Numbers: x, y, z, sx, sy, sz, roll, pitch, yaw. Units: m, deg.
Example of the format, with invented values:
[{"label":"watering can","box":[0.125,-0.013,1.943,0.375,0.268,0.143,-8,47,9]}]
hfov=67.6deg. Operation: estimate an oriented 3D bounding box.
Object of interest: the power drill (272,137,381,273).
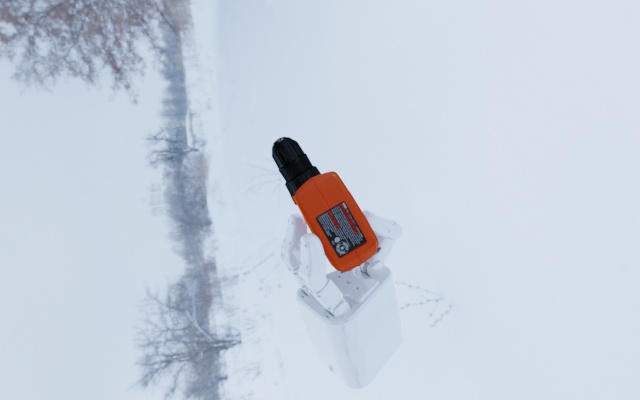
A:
[{"label":"power drill","box":[0.000,0.002,0.574,0.057,0.184,0.187,-33,8,-2]}]
